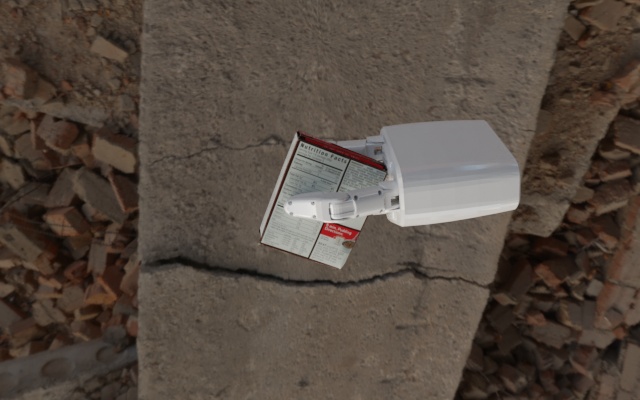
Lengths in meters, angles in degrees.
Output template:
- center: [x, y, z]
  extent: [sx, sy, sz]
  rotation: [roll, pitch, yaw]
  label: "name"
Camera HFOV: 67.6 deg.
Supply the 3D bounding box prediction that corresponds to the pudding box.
- center: [0.000, 0.002, 0.454]
  extent: [0.090, 0.113, 0.039]
  rotation: [20, 16, -10]
  label: "pudding box"
